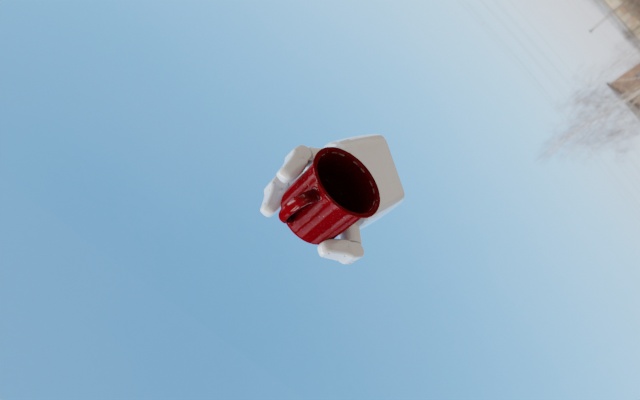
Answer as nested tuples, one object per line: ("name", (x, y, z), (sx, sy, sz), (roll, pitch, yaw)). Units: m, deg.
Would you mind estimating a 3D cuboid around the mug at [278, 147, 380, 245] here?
("mug", (-0.001, 0.002, 0.542), (0.117, 0.093, 0.081), (-20, -16, -49))
